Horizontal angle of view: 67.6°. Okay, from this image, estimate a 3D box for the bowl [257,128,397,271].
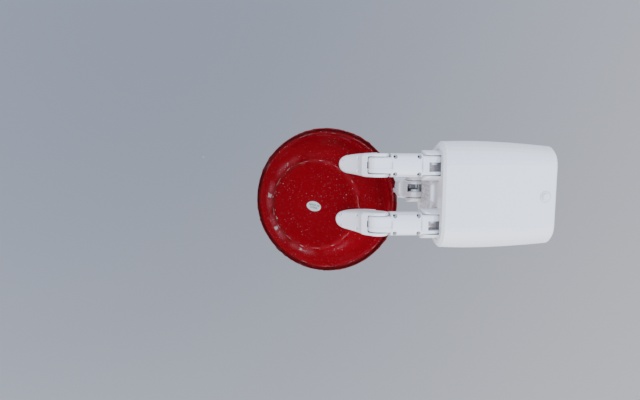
[{"bbox_3d":[-0.001,0.002,0.514,0.162,0.162,0.055,0,5,12],"label":"bowl"}]
